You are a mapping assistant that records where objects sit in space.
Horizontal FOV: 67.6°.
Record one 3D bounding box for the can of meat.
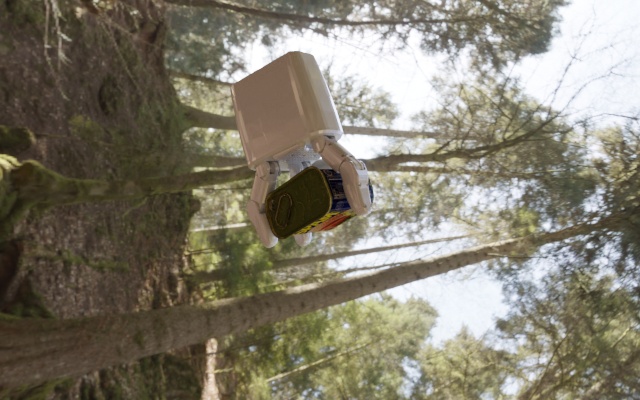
[{"bbox_3d":[0.000,0.002,0.553,0.084,0.057,0.102,-5,-20,-47],"label":"can of meat"}]
